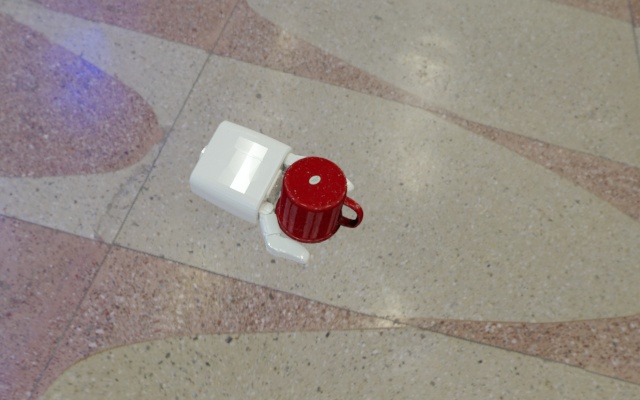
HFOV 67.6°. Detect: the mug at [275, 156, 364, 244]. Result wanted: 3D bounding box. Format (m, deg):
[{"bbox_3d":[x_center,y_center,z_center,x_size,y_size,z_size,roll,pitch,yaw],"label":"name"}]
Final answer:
[{"bbox_3d":[0.001,0.003,0.616,0.117,0.093,0.081,25,-31,6],"label":"mug"}]
